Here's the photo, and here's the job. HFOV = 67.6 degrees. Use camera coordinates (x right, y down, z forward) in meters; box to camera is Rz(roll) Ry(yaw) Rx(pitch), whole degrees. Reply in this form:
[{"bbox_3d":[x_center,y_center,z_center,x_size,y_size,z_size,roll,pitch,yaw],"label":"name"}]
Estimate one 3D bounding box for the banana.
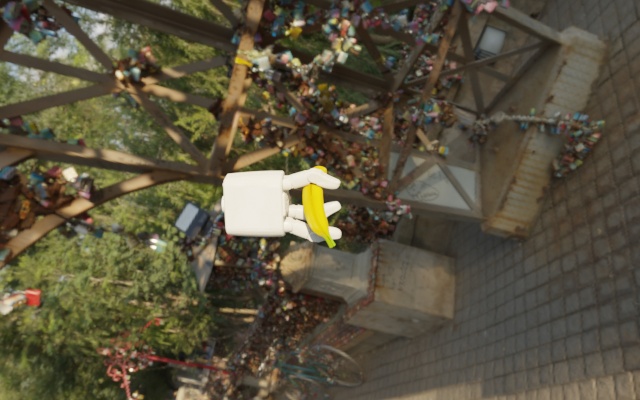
[{"bbox_3d":[-0.007,-0.006,0.869,0.037,0.197,0.070,-18,-45,15],"label":"banana"}]
